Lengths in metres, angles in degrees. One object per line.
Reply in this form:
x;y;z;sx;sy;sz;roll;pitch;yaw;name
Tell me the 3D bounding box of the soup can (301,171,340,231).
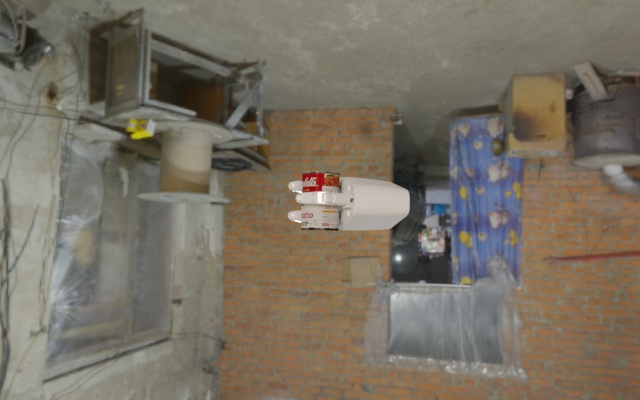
0.000;0.003;0.846;0.068;0.102;0.068;1;-5;0;soup can
